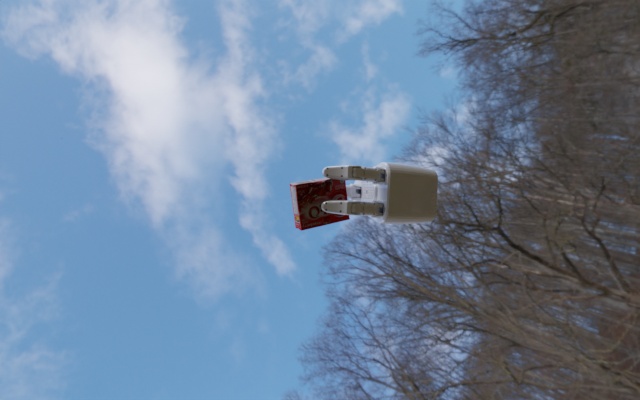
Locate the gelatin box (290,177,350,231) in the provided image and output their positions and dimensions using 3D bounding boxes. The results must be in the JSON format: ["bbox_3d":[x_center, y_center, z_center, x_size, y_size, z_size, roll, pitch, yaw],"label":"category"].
[{"bbox_3d":[0.000,0.002,0.760,0.089,0.073,0.030,-11,11,-23],"label":"gelatin box"}]
